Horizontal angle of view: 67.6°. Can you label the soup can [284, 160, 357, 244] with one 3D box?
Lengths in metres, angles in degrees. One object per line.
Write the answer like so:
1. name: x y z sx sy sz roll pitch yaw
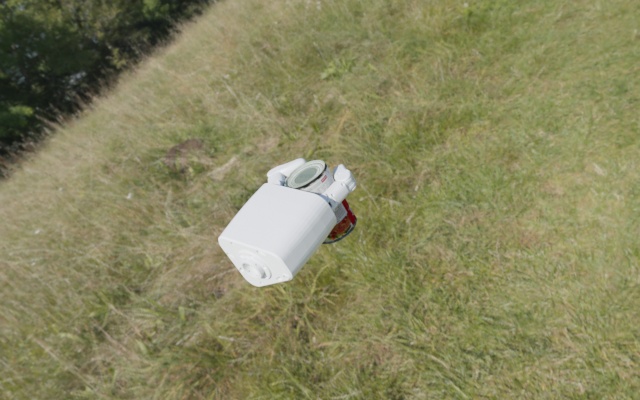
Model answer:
1. soup can: 0.000 0.002 0.678 0.068 0.102 0.068 -23 28 13
